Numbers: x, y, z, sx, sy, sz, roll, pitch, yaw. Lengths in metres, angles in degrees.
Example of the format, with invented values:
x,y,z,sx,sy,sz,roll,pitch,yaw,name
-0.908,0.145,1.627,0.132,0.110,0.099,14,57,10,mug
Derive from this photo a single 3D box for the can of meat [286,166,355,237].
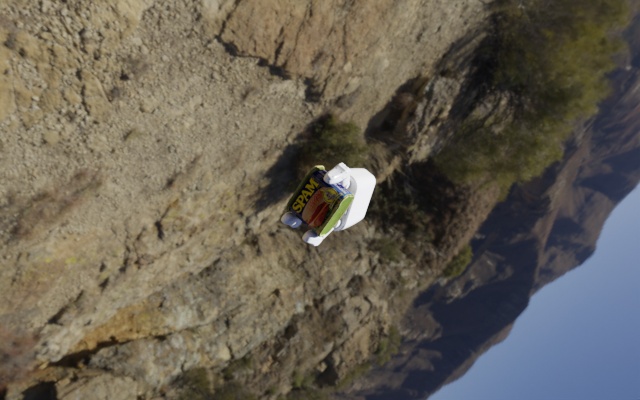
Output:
x,y,z,sx,sy,sz,roll,pitch,yaw,name
0.000,0.003,0.859,0.084,0.102,0.057,41,21,17,can of meat
